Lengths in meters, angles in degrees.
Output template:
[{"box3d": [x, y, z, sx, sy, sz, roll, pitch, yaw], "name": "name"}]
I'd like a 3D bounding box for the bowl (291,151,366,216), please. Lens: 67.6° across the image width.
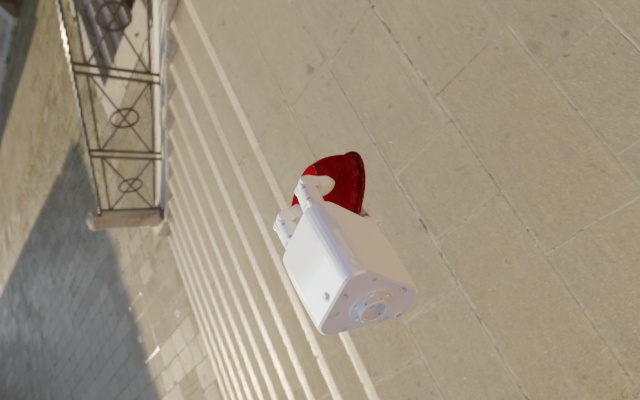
[{"box3d": [-0.001, 0.002, 0.658, 0.055, 0.162, 0.162, 16, -5, -19], "name": "bowl"}]
